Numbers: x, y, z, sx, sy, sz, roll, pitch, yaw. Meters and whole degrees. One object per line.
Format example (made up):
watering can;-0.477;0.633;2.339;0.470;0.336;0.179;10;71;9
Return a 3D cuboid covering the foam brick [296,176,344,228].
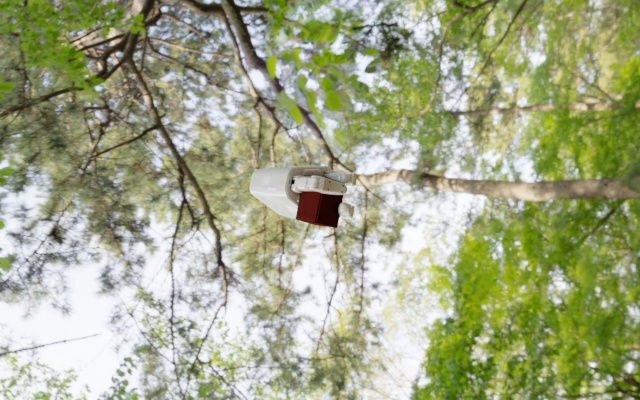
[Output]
foam brick;0.000;0.003;0.792;0.051;0.078;0.053;3;-11;45
